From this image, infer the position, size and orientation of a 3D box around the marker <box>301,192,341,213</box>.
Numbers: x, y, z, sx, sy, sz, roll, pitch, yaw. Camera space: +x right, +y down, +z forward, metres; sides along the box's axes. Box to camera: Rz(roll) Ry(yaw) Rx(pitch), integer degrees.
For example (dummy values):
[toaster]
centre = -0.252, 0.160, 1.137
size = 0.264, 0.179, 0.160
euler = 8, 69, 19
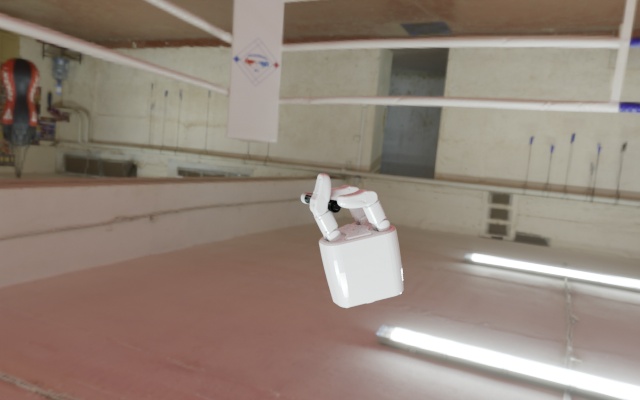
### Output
[marker]
centre = 0.000, 0.002, 0.744
size = 0.020, 0.020, 0.121
euler = 0, 7, -24
